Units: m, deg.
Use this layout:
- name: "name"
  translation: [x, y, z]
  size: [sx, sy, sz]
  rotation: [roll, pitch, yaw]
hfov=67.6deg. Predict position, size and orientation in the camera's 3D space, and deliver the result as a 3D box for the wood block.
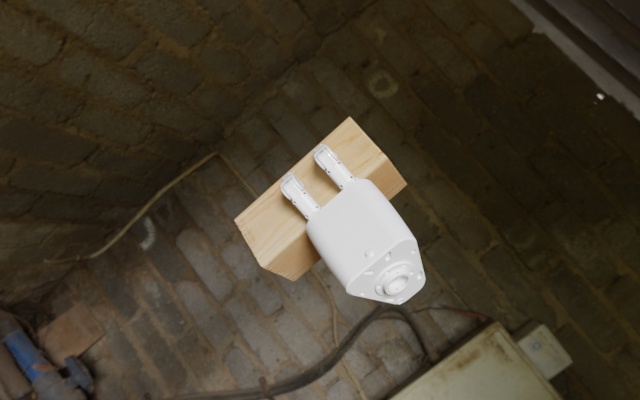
- name: "wood block"
  translation: [0.001, 0.002, 0.641]
  size: [0.206, 0.090, 0.091]
  rotation: [-41, -34, 7]
